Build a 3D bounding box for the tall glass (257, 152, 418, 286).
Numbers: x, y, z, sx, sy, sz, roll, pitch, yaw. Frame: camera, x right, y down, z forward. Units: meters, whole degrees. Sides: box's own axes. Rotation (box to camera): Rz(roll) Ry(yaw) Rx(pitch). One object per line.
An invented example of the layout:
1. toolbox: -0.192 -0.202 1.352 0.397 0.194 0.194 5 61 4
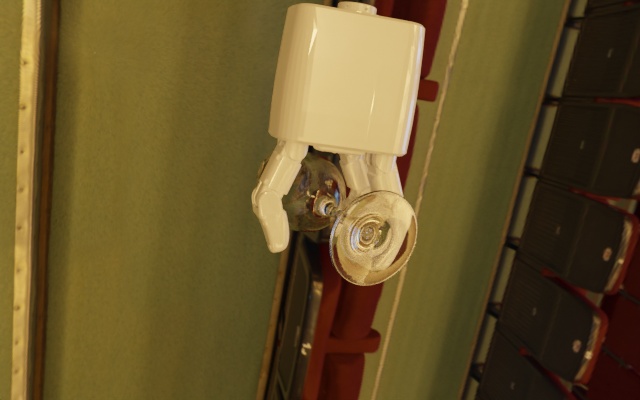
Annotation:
1. tall glass: 0.000 0.002 0.437 0.079 0.079 0.201 0 15 -25
